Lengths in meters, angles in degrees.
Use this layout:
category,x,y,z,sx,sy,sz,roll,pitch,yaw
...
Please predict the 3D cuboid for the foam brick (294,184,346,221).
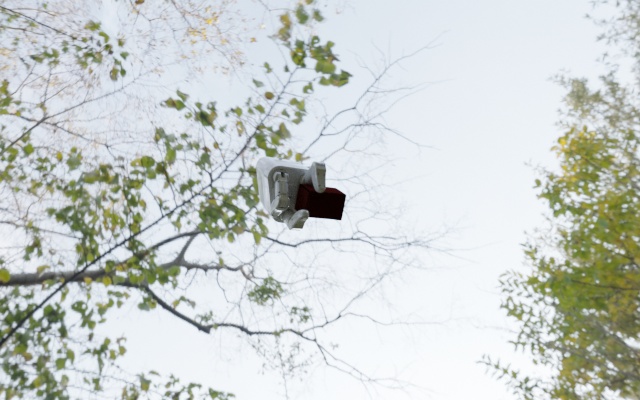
category,x,y,z,sx,sy,sz,roll,pitch,yaw
foam brick,0.000,0.003,0.887,0.078,0.053,0.051,7,13,-24
